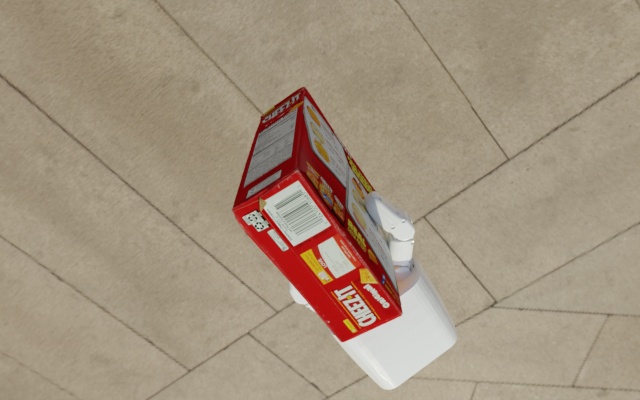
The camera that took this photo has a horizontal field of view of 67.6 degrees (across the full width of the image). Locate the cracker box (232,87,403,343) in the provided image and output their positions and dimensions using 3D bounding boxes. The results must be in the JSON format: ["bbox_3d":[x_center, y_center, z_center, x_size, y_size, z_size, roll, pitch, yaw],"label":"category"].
[{"bbox_3d":[0.000,0.002,0.467,0.072,0.164,0.213,-30,25,15],"label":"cracker box"}]
